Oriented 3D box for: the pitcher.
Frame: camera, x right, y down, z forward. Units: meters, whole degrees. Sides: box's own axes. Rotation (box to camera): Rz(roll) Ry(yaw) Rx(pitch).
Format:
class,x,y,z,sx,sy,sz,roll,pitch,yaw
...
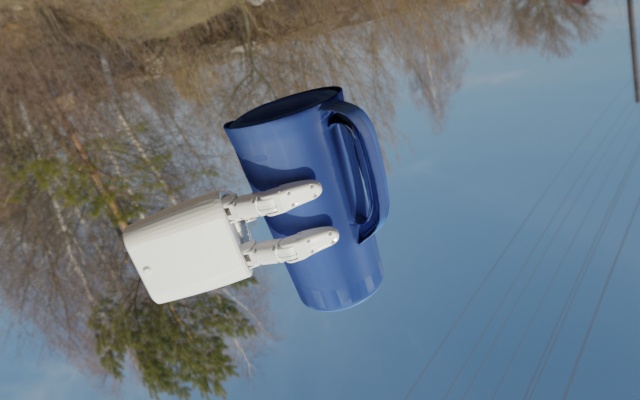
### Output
class,x,y,z,sx,sy,sz,roll,pitch,yaw
pitcher,0.000,0.002,0.540,0.145,0.243,0.149,-18,20,1
